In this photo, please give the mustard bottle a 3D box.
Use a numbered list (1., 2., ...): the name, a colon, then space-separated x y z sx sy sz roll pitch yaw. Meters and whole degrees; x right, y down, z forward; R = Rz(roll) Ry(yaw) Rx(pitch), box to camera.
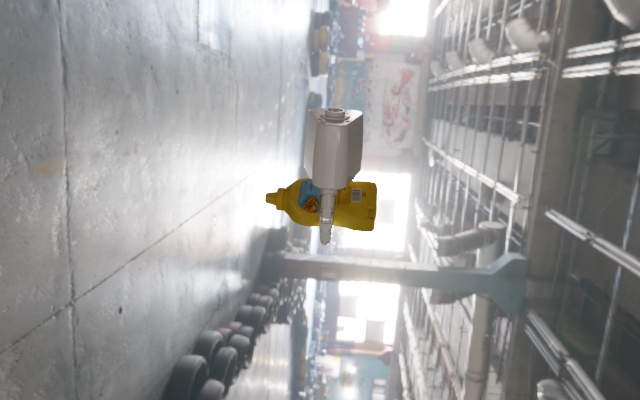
1. mustard bottle: 0.000 0.003 0.820 0.191 0.096 0.058 5 -41 4
